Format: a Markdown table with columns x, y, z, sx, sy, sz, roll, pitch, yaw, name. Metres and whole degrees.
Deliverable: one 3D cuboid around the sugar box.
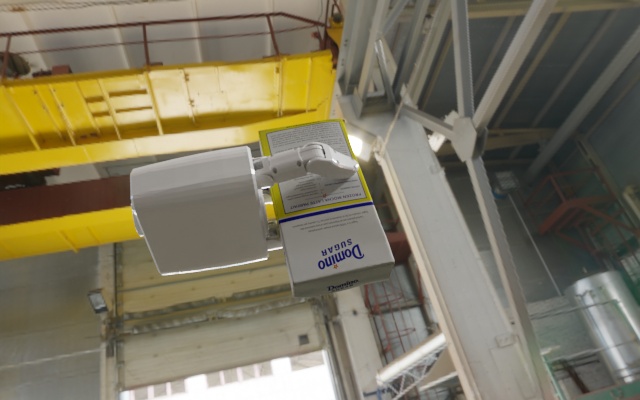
| x | y | z | sx | sy | sz | roll | pitch | yaw | name |
| --- | --- | --- | --- | --- | --- | --- | --- | --- | --- |
| 0.000 | 0.002 | 0.465 | 0.093 | 0.176 | 0.048 | -11 | -30 | -7 | sugar box |
